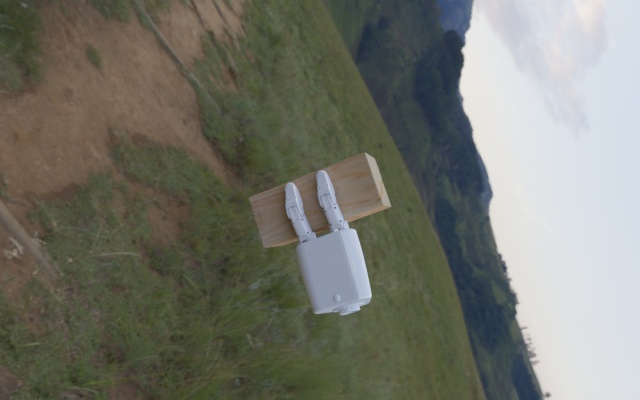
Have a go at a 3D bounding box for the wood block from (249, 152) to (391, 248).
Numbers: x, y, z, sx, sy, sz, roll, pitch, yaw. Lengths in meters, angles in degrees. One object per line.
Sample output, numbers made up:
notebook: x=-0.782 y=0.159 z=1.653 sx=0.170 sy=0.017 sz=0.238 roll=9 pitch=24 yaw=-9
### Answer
wood block: x=0.000 y=0.003 z=0.791 sx=0.206 sy=0.090 sz=0.091 roll=-20 pitch=-8 yaw=15
